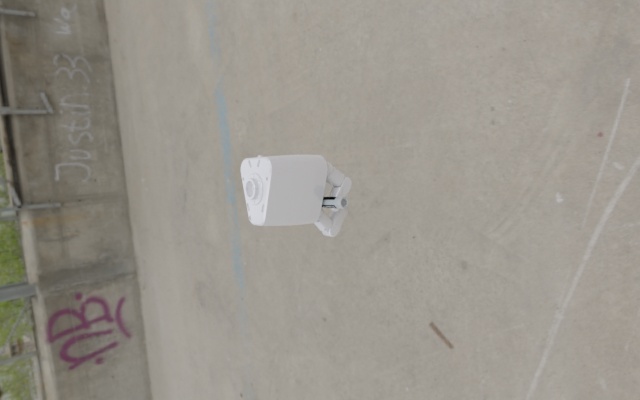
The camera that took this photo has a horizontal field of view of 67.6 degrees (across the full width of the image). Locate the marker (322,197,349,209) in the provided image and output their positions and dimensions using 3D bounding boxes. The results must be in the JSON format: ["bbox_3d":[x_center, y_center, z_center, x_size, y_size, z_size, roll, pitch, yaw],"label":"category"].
[{"bbox_3d":[0.000,0.003,0.787,0.020,0.020,0.121,0,1,-38],"label":"marker"}]
